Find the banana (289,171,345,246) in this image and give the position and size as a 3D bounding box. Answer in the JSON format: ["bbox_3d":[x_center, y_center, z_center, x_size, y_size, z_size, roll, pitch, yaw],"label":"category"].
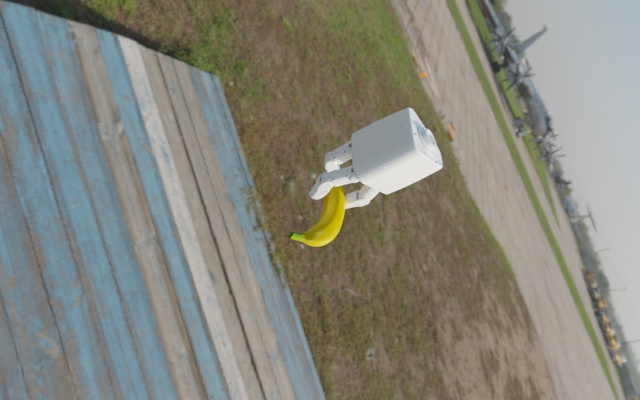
[{"bbox_3d":[0.011,0.018,0.809,0.037,0.070,0.197,-29,20,34],"label":"banana"}]
